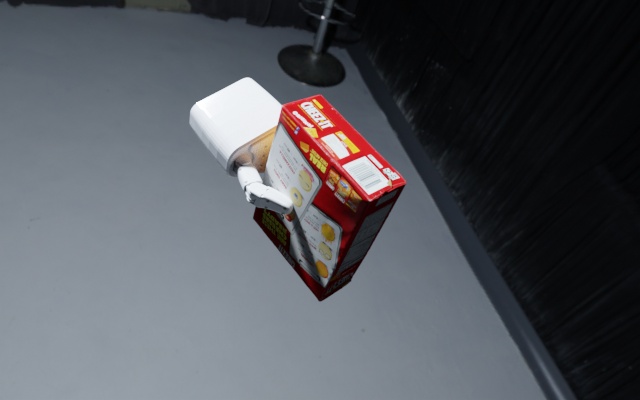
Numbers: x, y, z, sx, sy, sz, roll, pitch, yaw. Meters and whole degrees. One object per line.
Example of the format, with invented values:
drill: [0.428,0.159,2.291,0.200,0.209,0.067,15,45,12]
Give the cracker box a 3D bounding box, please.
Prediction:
cracker box: [0.000,0.002,0.612,0.072,0.164,0.214,-24,-29,-34]
